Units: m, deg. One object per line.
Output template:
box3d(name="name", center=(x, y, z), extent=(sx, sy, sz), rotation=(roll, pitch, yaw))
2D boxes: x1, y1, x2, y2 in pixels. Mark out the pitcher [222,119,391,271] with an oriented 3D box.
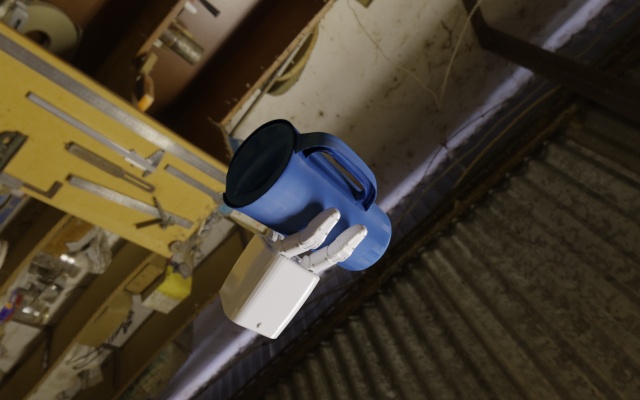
box3d(name="pitcher", center=(0.000, 0.002, 0.666), extent=(0.243, 0.145, 0.149), rotation=(36, -3, -37))
